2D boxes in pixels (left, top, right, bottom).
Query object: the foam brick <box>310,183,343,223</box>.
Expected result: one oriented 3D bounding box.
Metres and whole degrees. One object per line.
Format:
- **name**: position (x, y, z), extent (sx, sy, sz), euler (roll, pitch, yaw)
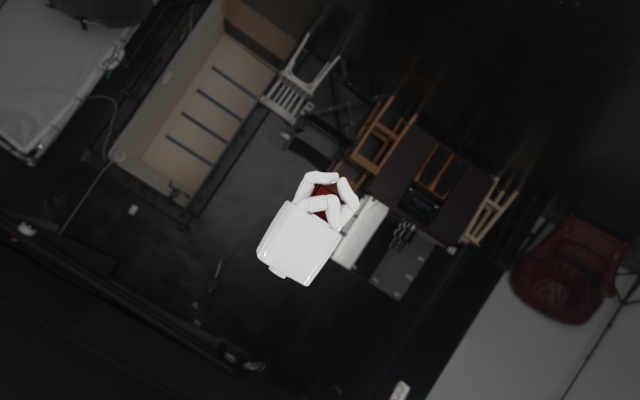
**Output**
- **foam brick**: position (0.000, 0.003, 0.861), extent (0.053, 0.051, 0.078), euler (33, -2, -9)
